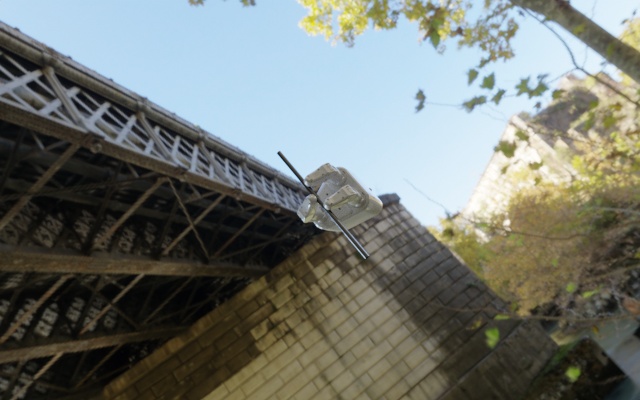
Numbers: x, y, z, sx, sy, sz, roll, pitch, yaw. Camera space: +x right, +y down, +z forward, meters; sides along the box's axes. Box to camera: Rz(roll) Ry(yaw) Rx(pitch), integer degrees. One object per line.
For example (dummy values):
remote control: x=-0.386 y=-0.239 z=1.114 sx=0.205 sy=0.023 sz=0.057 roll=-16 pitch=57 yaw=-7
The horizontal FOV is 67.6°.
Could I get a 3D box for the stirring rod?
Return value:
stirring rod: x=0.000 y=0.003 z=0.783 sx=0.011 sy=0.239 sz=0.011 roll=-34 pitch=-22 yaw=-16
